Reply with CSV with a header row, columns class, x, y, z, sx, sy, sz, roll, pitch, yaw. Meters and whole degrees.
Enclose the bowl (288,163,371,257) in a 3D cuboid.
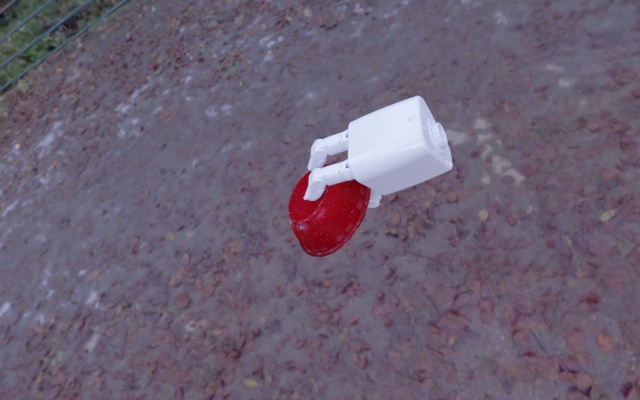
class,x,y,z,sx,sy,sz,roll,pitch,yaw
bowl,-0.001,0.003,0.733,0.055,0.162,0.162,29,-17,-33
